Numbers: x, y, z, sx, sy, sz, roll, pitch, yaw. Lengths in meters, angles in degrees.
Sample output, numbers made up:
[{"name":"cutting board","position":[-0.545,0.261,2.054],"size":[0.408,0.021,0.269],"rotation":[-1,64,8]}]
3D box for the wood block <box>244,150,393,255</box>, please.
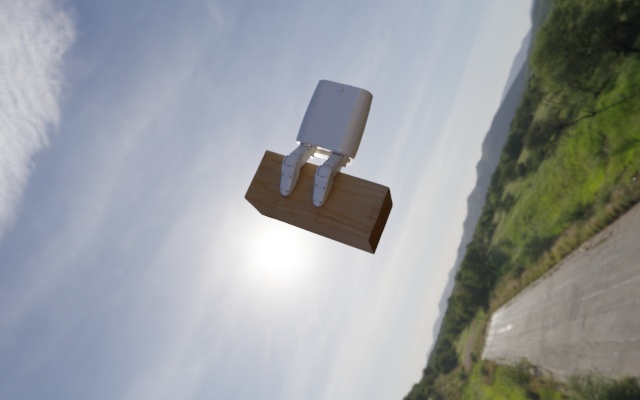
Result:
[{"name":"wood block","position":[0.000,0.002,0.754],"size":[0.206,0.090,0.091],"rotation":[18,-14,18]}]
